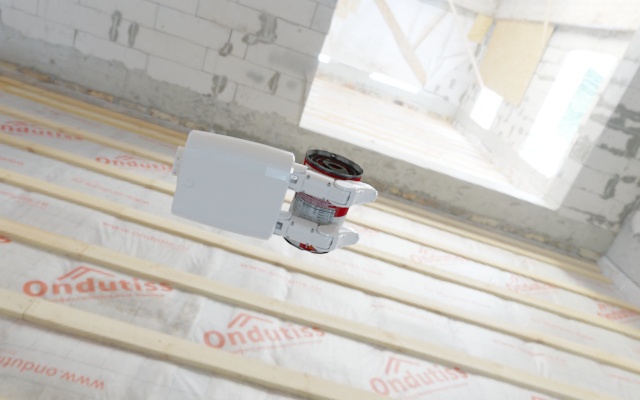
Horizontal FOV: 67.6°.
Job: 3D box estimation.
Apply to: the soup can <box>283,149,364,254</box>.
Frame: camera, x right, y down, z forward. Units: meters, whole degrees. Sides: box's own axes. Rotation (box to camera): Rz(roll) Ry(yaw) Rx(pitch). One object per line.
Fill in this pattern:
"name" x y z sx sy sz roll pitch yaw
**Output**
"soup can" 0.000 0.002 0.547 0.068 0.102 0.068 17 21 -7
